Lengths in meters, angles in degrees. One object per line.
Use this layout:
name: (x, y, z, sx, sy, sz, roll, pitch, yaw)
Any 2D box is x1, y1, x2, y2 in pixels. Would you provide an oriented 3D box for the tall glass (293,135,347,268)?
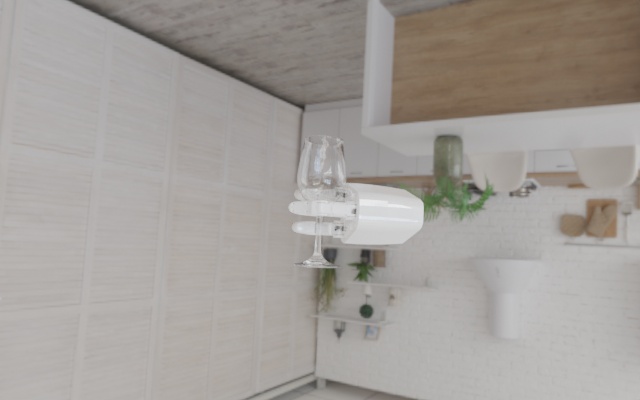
tall glass: (0.000, 0.003, 0.747, 0.079, 0.201, 0.079, 3, -4, 0)
